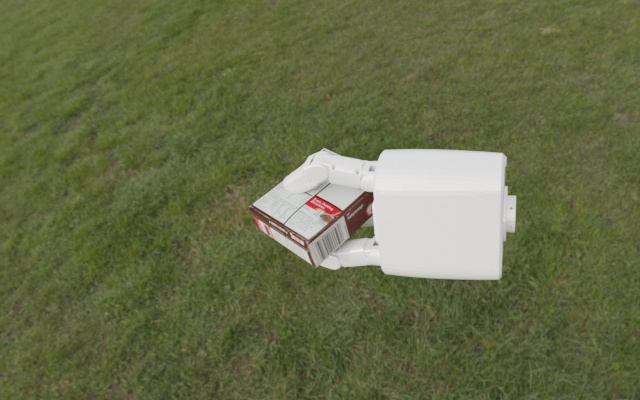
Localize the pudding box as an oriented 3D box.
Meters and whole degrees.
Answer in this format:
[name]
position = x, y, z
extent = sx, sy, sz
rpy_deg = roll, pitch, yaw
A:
[pudding box]
position = 0.000, 0.001, 0.480
extent = 0.113, 0.039, 0.090
rpy_deg = -39, 46, -26
